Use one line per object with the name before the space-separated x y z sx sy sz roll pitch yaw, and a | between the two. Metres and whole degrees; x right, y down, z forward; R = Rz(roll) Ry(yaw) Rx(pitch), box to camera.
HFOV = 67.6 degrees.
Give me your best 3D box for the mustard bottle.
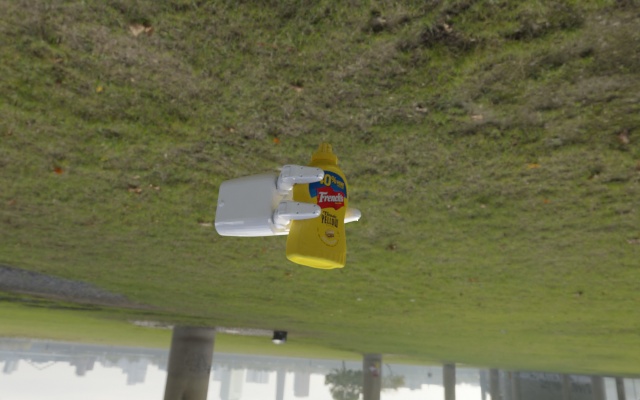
mustard bottle | 0.000 0.003 0.727 0.096 0.191 0.058 19 -23 -37
